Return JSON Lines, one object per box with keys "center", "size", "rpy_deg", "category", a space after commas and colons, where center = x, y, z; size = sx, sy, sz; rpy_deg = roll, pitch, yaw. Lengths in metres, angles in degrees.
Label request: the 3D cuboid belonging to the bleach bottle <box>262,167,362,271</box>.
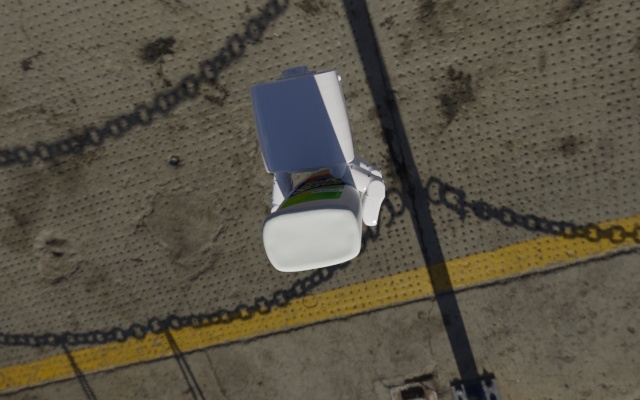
{"center": [0.000, 0.002, 0.596], "size": [0.102, 0.068, 0.250], "rpy_deg": [-10, 16, 7], "category": "bleach bottle"}
